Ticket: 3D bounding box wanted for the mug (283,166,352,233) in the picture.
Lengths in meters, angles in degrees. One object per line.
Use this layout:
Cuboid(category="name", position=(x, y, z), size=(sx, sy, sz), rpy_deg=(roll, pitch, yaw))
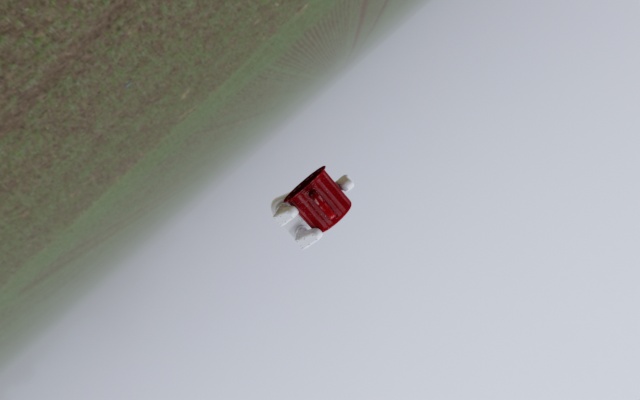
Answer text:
Cuboid(category="mug", position=(0.001, 0.003, 0.794), size=(0.093, 0.081, 0.117), rpy_deg=(-41, 10, -3))
